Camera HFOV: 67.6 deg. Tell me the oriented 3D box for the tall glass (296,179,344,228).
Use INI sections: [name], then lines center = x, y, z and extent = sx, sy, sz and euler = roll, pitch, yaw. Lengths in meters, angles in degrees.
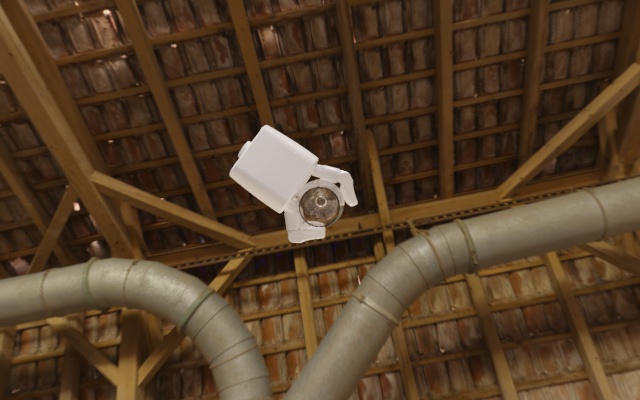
[tall glass]
center = 0.000, 0.003, 0.810
extent = 0.079, 0.079, 0.201
euler = 0, 4, 1
